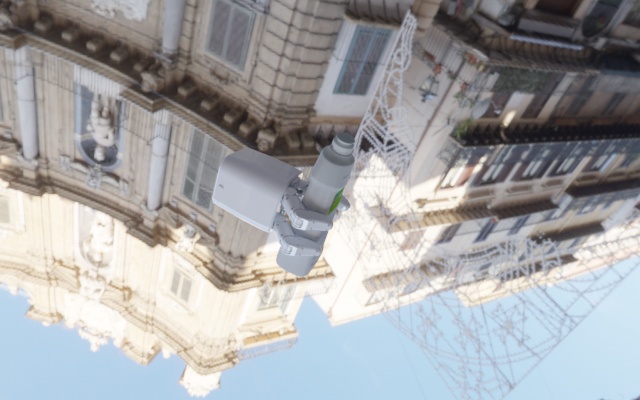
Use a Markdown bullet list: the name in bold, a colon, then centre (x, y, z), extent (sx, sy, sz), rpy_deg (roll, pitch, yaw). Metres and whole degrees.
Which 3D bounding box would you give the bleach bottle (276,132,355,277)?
- **bleach bottle**: centre (0.000, 0.003, 0.746), extent (0.068, 0.251, 0.102), rpy_deg (26, 36, 6)
